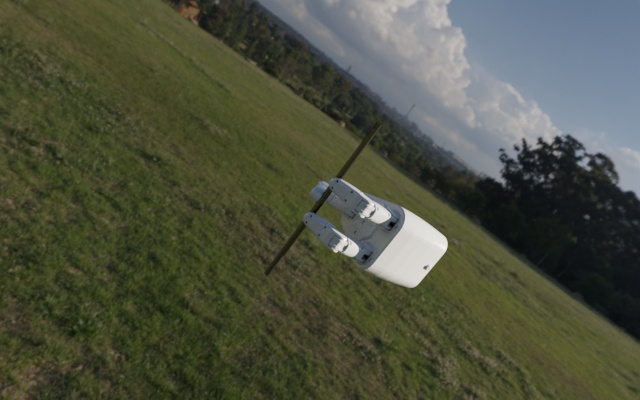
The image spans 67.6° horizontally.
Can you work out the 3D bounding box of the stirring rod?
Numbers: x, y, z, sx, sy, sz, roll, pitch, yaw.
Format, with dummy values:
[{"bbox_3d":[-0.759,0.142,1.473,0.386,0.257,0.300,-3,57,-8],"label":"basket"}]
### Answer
[{"bbox_3d":[0.000,0.002,0.597,0.011,0.239,0.011,35,13,-9],"label":"stirring rod"}]
